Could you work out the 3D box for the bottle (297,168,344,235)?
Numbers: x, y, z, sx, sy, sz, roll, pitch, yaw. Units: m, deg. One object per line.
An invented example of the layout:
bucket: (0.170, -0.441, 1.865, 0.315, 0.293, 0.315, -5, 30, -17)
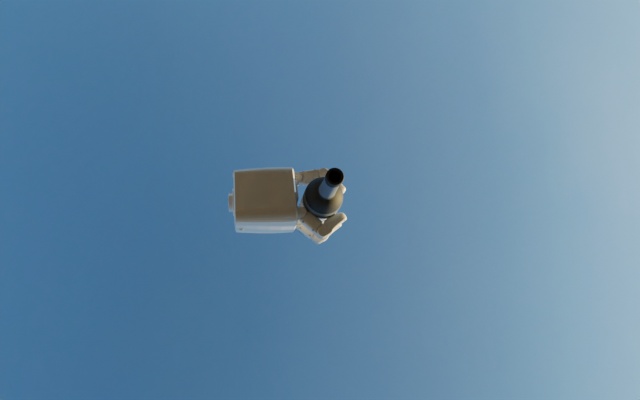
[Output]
bottle: (0.000, 0.003, 0.841, 0.069, 0.069, 0.296, 0, -15, -9)
